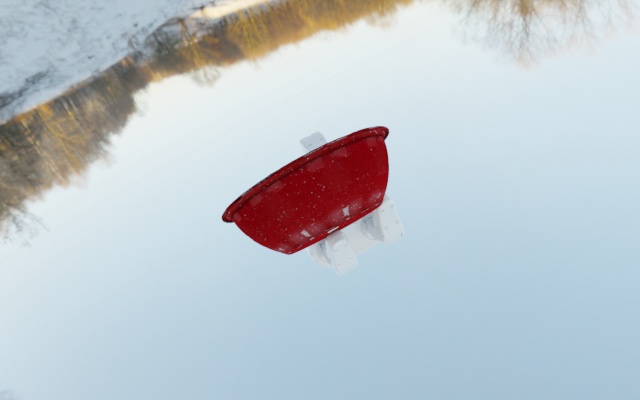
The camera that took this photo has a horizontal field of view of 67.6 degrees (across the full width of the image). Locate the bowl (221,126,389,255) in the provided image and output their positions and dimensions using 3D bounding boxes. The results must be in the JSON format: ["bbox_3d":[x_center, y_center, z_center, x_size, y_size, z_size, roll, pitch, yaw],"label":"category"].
[{"bbox_3d":[0.000,0.002,0.409,0.162,0.055,0.162,-28,-7,-4],"label":"bowl"}]
